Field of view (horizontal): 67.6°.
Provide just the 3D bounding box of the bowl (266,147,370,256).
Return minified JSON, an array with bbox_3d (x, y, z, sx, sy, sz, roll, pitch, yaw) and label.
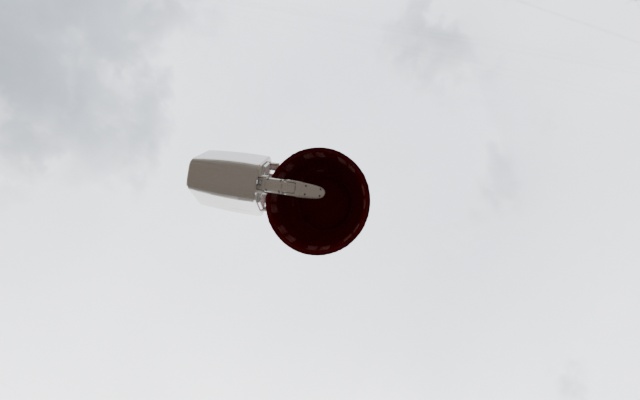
[{"bbox_3d":[0.001,0.003,0.733,0.162,0.162,0.055,0,-4,14],"label":"bowl"}]
